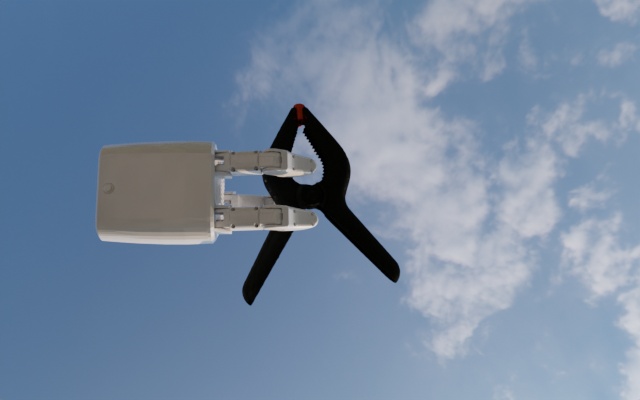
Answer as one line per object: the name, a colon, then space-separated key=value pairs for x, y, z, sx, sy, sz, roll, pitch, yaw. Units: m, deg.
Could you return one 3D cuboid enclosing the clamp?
clamp: x=0.000 y=0.001 z=0.508 sx=0.164 sy=0.210 sz=0.036 roll=0 pitch=-10 yaw=-9
